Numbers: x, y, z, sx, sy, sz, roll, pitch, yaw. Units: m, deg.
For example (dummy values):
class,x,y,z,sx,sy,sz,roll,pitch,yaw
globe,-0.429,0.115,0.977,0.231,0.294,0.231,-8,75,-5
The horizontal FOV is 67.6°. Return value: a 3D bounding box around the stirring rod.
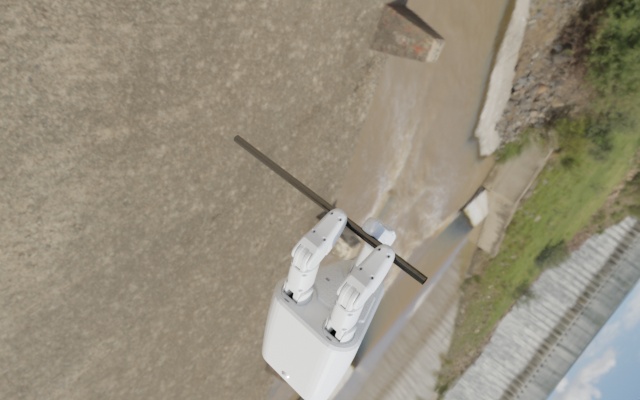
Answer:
class,x,y,z,sx,sy,sz,roll,pitch,yaw
stirring rod,0.000,0.001,0.449,0.239,0.011,0.011,37,17,24
